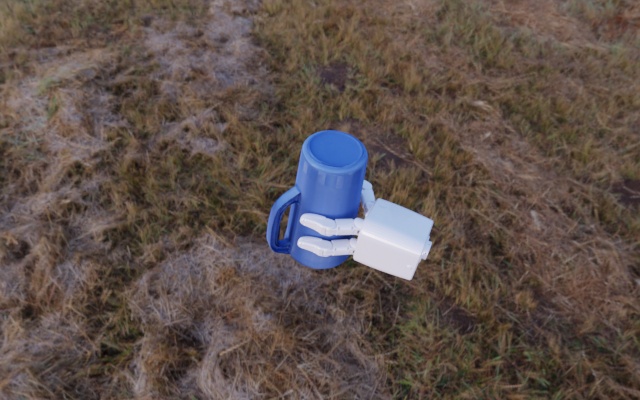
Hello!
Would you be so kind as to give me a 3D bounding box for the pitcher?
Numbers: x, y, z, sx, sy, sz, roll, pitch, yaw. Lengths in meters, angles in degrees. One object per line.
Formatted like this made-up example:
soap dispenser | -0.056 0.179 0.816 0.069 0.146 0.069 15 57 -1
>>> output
pitcher | 0.000 0.003 0.844 0.145 0.243 0.149 21 46 11
